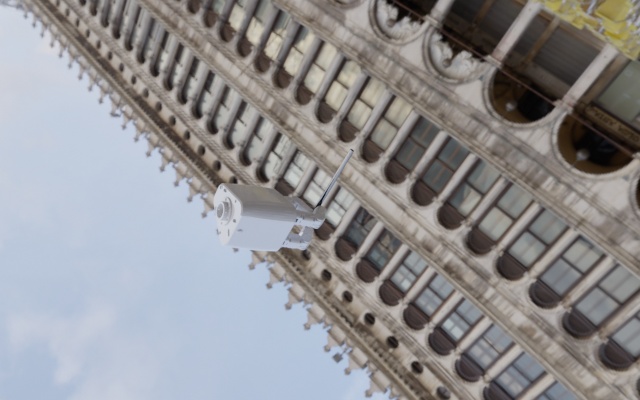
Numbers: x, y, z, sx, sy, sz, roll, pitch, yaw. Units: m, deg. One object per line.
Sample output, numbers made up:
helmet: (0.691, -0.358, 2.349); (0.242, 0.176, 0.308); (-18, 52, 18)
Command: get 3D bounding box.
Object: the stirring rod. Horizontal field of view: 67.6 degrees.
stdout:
stirring rod: (0.000, 0.003, 0.891); (0.011, 0.240, 0.011); (24, 29, -14)
